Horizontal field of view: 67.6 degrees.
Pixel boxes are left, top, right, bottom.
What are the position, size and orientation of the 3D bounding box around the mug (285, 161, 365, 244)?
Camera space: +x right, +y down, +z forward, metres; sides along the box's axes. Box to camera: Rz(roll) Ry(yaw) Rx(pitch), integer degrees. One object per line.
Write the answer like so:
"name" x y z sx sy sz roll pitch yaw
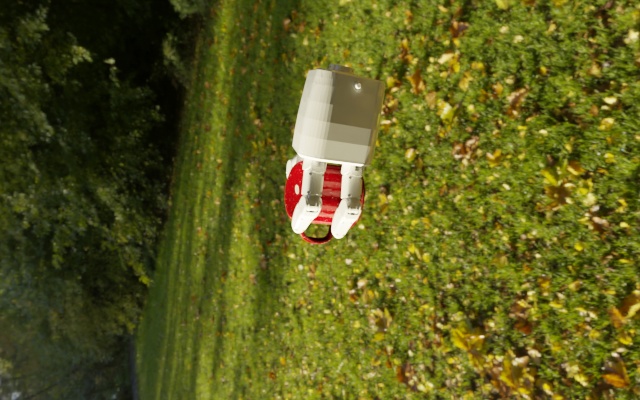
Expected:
"mug" 0.000 0.004 0.654 0.081 0.117 0.093 6 12 -26
